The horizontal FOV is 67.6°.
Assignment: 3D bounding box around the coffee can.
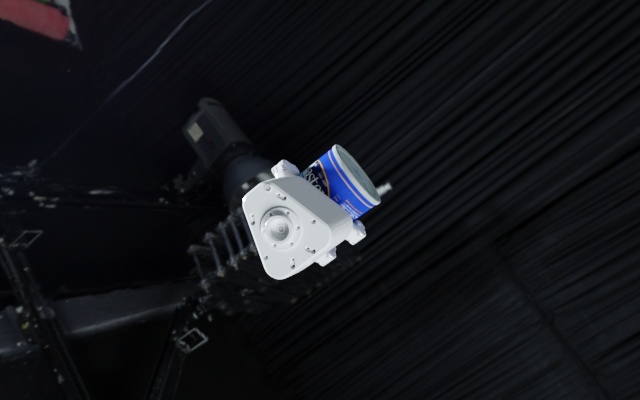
[{"bbox_3d":[0.000,0.002,0.688,0.140,0.103,0.103,-37,-11,14],"label":"coffee can"}]
